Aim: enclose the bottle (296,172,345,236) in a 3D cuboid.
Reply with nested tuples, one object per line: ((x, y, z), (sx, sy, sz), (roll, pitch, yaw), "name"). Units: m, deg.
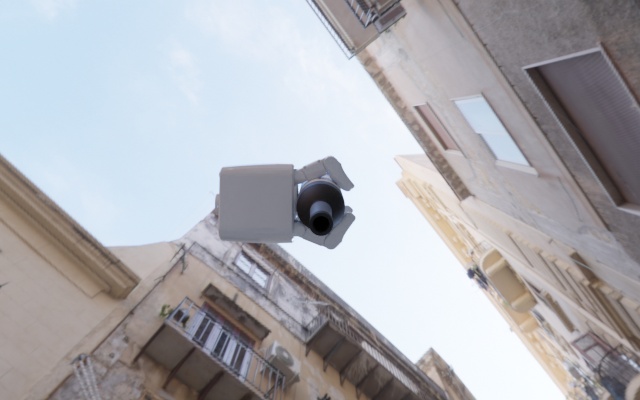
((0.000, 0.002, 0.681), (0.069, 0.069, 0.295), (0, 10, 0), "bottle")
